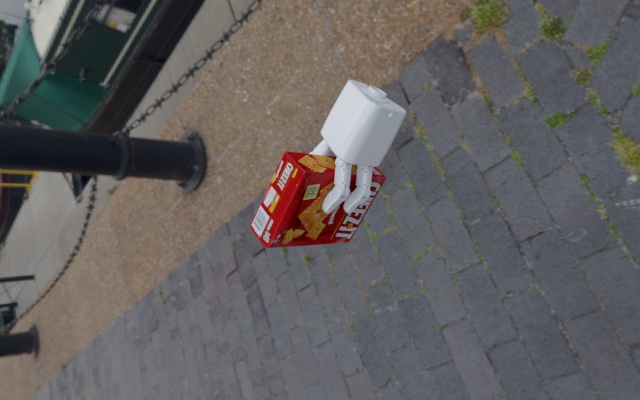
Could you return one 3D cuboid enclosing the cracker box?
[{"bbox_3d":[0.000,0.003,0.865,0.214,0.164,0.072,1,36,-44],"label":"cracker box"}]
